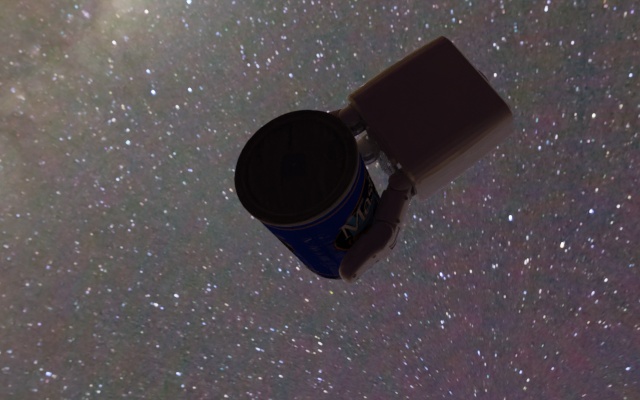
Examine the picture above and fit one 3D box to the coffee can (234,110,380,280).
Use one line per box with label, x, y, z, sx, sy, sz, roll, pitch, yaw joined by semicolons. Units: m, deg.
coffee can;0.000;0.001;0.430;0.103;0.102;0.140;0;-26;20
